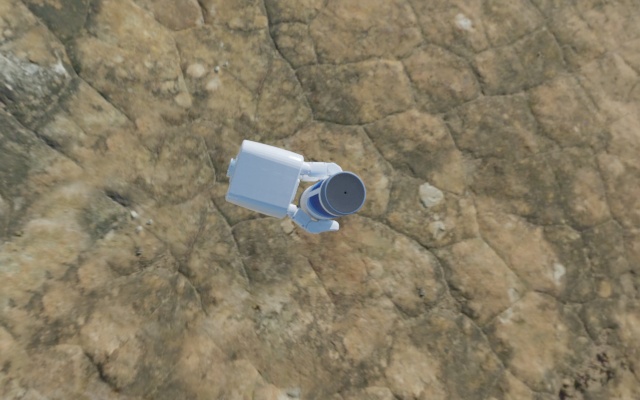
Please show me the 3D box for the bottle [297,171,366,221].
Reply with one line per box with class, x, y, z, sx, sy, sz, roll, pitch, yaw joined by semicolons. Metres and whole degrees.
bottle;0.000;0.003;0.864;0.069;0.069;0.296;0;-6;-15
